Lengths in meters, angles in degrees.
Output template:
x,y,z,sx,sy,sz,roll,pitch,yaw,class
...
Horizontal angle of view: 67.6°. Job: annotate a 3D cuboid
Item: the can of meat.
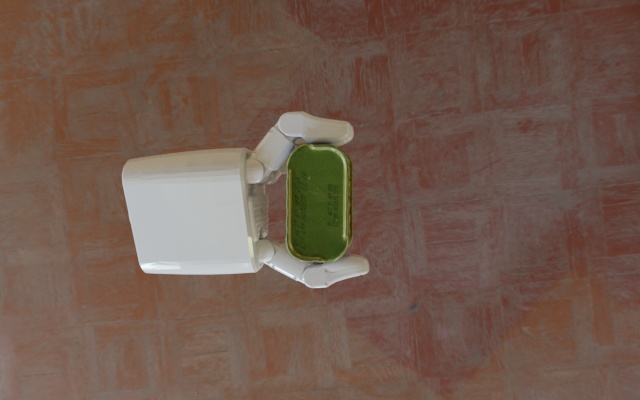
x,y,z,sx,sy,sz,roll,pitch,yaw,class
0.000,0.001,0.423,0.057,0.102,0.084,0,1,4,can of meat
